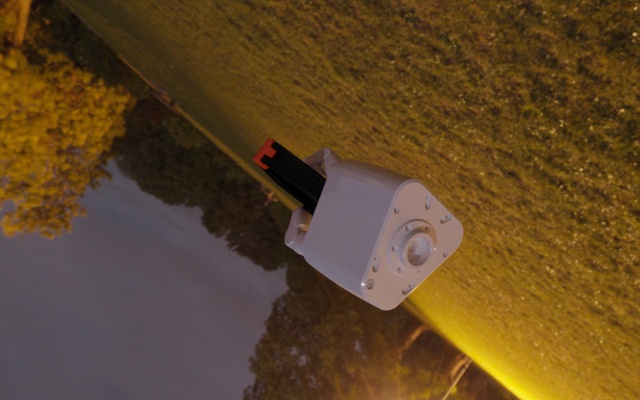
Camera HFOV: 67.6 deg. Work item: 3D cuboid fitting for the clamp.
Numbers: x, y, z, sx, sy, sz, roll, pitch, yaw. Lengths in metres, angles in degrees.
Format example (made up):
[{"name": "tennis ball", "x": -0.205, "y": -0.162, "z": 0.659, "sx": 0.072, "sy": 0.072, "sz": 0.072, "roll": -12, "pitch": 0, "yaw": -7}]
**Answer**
[{"name": "clamp", "x": -0.001, "y": 0.002, "z": 0.550, "sx": 0.210, "sy": 0.036, "sz": 0.164, "roll": 39, "pitch": -11, "yaw": -30}]
